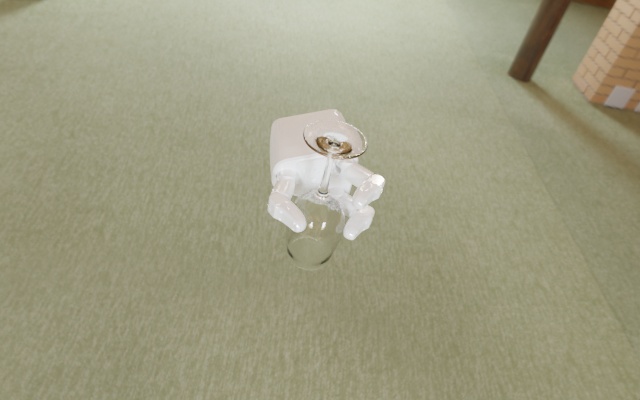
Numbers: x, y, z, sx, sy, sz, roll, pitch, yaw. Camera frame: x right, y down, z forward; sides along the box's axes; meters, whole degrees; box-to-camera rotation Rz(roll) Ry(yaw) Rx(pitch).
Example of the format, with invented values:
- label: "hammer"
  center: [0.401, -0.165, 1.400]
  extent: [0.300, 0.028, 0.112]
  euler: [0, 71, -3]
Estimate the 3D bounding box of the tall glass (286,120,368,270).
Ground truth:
- label: "tall glass"
  center: [0.000, 0.002, 0.604]
  extent: [0.079, 0.201, 0.079]
  euler: [7, 42, -7]
